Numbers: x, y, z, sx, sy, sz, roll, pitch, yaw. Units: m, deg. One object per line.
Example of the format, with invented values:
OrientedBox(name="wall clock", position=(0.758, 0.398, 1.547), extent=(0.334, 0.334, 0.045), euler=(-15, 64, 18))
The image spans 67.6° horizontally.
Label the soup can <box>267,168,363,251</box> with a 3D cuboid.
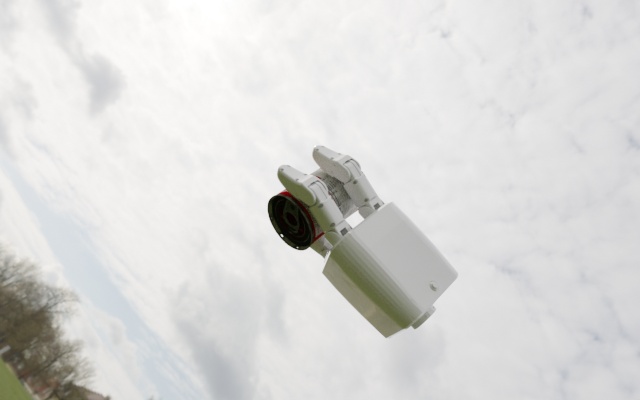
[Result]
OrientedBox(name="soup can", position=(0.000, 0.001, 0.540), extent=(0.102, 0.068, 0.068), euler=(-34, 21, -35))
